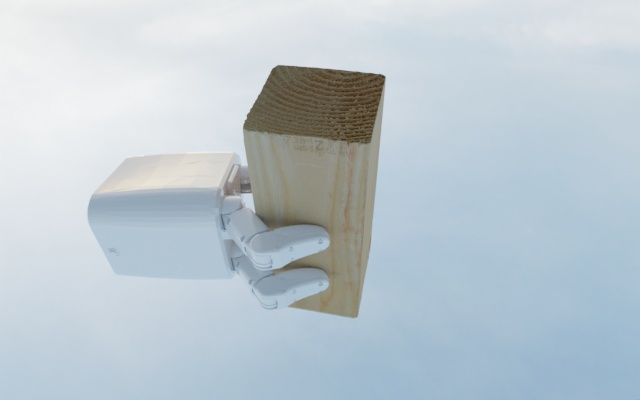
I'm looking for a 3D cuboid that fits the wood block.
[{"bbox_3d":[0.000,0.001,0.411,0.090,0.206,0.090,7,46,8],"label":"wood block"}]
